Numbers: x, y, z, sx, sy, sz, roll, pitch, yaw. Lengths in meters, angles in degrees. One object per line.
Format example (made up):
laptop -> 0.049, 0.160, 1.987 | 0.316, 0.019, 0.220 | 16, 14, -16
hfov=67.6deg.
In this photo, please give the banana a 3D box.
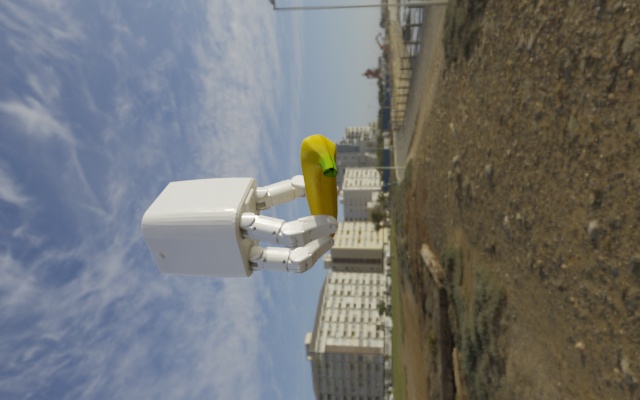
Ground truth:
banana -> 0.000, -0.017, 0.508 | 0.037, 0.069, 0.198 | -2, -22, 2
